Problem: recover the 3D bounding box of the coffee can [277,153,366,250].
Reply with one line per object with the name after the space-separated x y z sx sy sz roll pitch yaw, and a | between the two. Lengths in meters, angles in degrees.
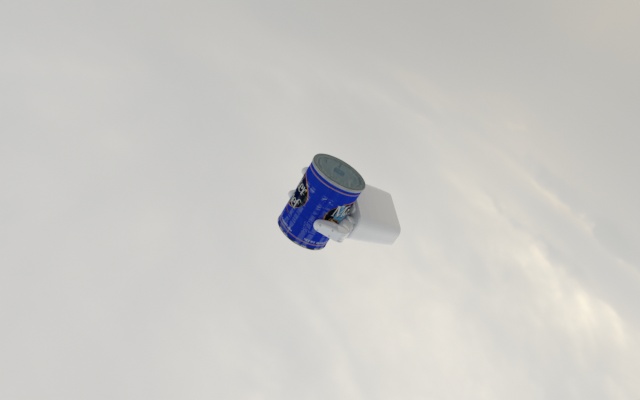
0.000 0.003 0.844 0.103 0.140 0.102 25 27 -14 | coffee can
